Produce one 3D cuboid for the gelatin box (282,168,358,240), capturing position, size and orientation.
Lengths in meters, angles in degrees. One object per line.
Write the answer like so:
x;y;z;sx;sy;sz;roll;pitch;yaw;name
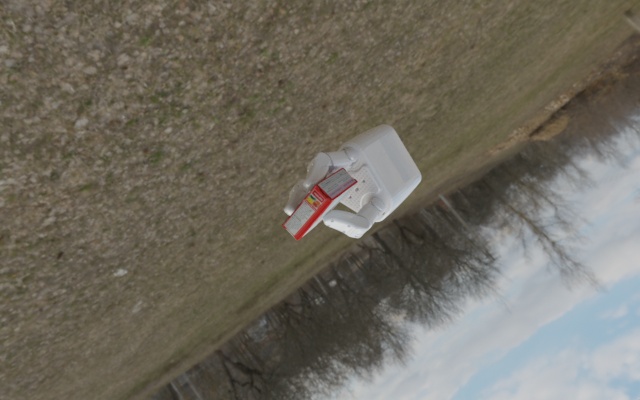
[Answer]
0.000;0.002;0.586;0.073;0.030;0.089;-49;-6;29;gelatin box
